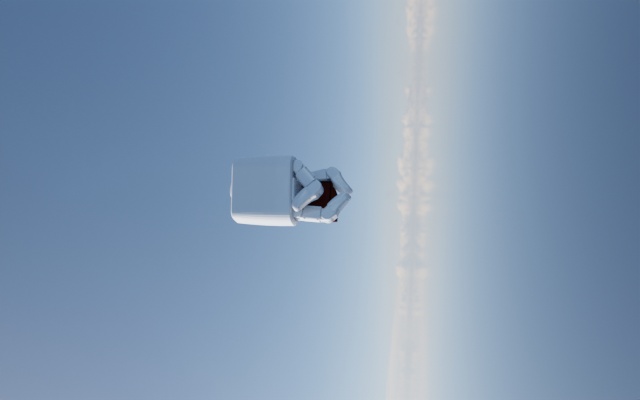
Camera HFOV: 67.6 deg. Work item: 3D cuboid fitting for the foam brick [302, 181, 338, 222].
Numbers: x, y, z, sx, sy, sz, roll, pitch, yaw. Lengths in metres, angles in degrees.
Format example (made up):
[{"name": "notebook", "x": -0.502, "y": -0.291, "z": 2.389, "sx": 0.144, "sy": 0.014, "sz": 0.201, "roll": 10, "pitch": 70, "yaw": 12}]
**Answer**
[{"name": "foam brick", "x": 0.000, "y": 0.003, "z": 0.842, "sx": 0.051, "sy": 0.053, "sz": 0.078, "roll": -1, "pitch": -20, "yaw": 11}]
